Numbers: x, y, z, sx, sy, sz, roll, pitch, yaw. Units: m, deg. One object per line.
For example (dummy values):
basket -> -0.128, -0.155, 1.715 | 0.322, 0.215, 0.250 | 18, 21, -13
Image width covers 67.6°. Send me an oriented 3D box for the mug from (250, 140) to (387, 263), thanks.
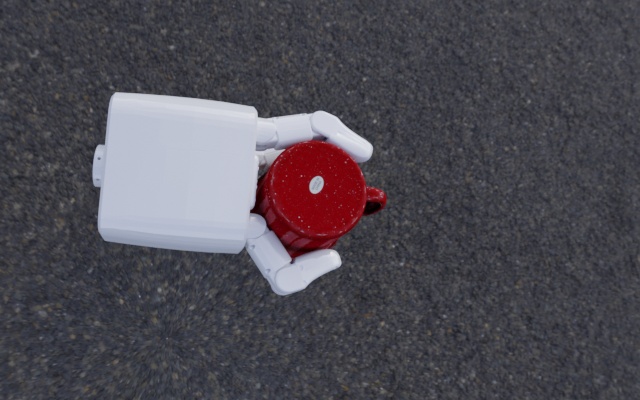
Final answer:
mug -> 0.002, 0.001, 0.406 | 0.117, 0.093, 0.081 | 4, -16, -16
